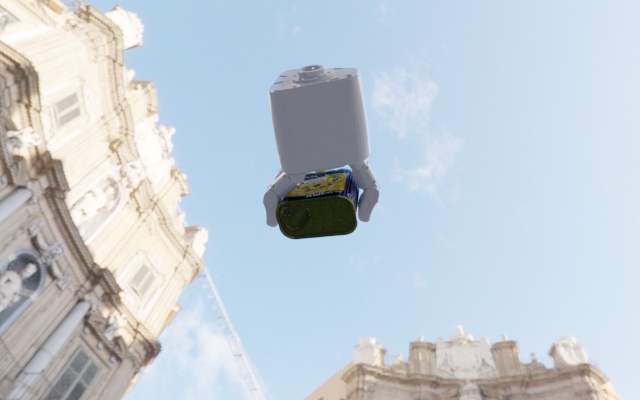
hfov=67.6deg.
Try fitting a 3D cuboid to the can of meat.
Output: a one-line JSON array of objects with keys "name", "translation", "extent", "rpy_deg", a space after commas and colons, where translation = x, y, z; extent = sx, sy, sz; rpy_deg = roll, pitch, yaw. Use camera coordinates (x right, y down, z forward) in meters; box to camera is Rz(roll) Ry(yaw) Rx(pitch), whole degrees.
[{"name": "can of meat", "translation": [0.000, 0.002, 0.632], "extent": [0.102, 0.057, 0.084], "rpy_deg": [-7, 30, 13]}]
